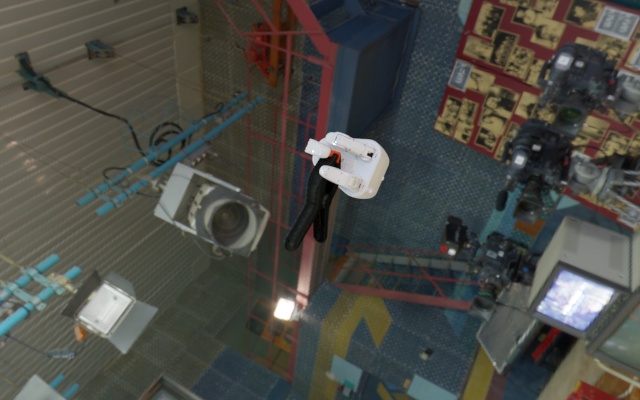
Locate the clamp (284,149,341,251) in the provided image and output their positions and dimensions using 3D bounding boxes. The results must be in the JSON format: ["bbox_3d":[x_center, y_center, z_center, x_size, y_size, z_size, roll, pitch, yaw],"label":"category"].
[{"bbox_3d":[0.000,0.002,0.779,0.039,0.171,0.120,24,4,18],"label":"clamp"}]
